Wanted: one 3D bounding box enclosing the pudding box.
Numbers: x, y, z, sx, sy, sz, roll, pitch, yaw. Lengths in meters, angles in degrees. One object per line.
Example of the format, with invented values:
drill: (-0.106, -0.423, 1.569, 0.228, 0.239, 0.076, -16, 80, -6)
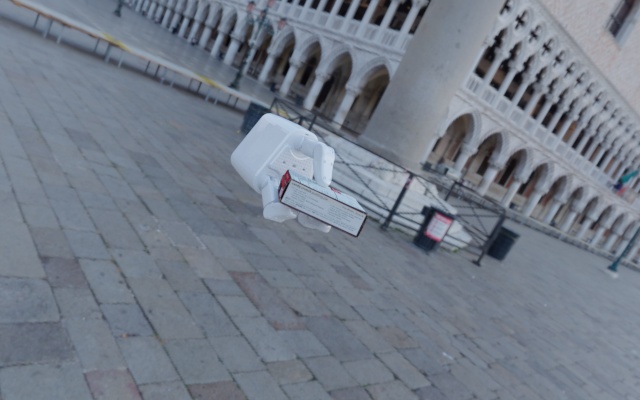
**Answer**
pudding box: (0.000, 0.002, 0.628, 0.113, 0.039, 0.090, 23, 9, -10)
